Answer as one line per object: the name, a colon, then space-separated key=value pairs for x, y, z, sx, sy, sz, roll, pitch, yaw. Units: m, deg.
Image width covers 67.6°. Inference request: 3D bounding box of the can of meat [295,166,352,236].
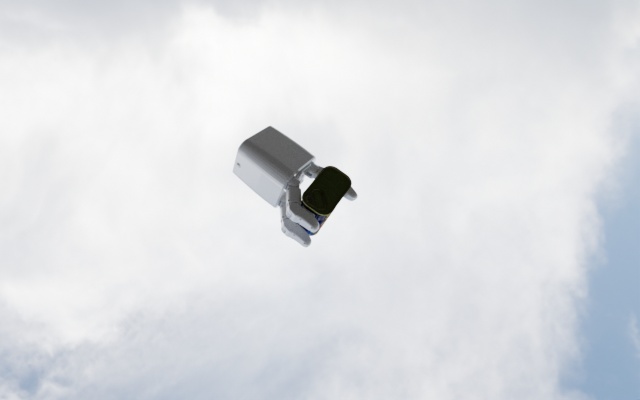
can of meat: x=0.000 y=0.003 z=0.830 sx=0.057 sy=0.102 sz=0.084 roll=35 pitch=-36 yaw=4
